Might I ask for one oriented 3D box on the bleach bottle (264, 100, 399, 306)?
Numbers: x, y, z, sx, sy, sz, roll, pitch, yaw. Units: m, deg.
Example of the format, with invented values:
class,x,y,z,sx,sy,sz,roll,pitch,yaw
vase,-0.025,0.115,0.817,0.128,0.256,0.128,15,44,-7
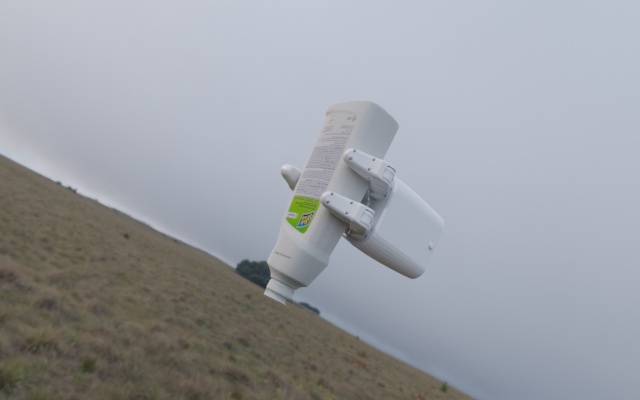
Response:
class,x,y,z,sx,sy,sz,roll,pitch,yaw
bleach bottle,0.000,0.002,0.568,0.068,0.250,0.102,35,-15,-30
